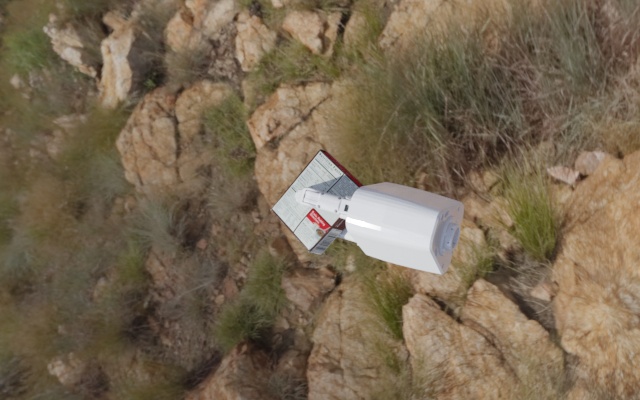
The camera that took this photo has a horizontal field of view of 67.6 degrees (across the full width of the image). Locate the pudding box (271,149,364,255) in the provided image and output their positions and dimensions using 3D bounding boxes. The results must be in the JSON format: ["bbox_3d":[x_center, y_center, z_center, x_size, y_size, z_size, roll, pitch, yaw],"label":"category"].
[{"bbox_3d":[0.000,0.002,0.641,0.090,0.113,0.039,46,11,26],"label":"pudding box"}]
